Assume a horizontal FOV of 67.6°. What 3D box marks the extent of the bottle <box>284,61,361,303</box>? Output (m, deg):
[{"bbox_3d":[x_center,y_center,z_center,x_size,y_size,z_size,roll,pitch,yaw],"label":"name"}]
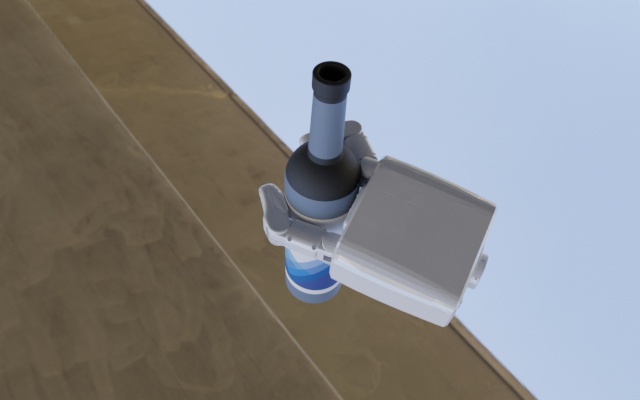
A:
[{"bbox_3d":[0.000,0.002,0.444,0.069,0.069,0.296,0,-37,-4],"label":"bottle"}]
